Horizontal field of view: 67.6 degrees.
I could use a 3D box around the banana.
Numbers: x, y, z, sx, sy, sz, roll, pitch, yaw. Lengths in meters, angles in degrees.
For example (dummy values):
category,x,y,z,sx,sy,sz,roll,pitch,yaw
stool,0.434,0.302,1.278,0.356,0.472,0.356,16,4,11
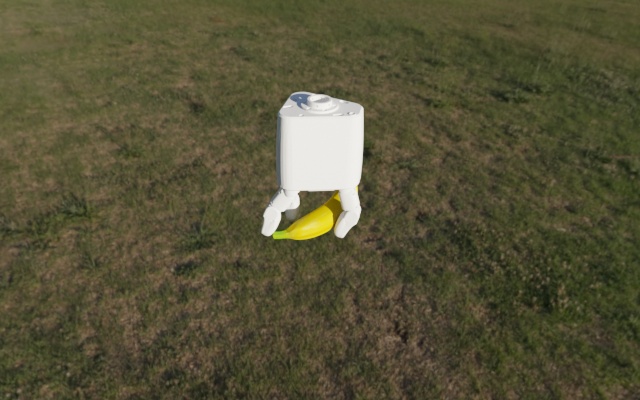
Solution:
category,x,y,z,sx,sy,sz,roll,pitch,yaw
banana,0.013,0.010,0.748,0.069,0.037,0.197,22,39,31
